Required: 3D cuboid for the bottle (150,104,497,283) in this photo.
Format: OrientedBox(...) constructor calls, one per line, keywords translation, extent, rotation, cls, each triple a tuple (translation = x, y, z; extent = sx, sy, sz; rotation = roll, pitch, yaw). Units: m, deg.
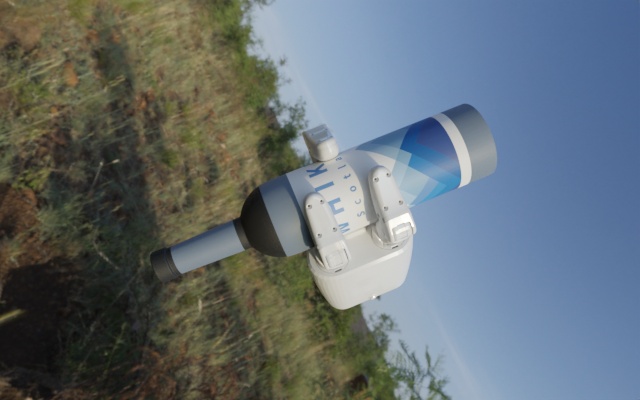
OrientedBox(translation=(0.000, 0.001, 0.408), extent=(0.295, 0.069, 0.069), rotation=(-22, 1, -4), cls="bottle")
